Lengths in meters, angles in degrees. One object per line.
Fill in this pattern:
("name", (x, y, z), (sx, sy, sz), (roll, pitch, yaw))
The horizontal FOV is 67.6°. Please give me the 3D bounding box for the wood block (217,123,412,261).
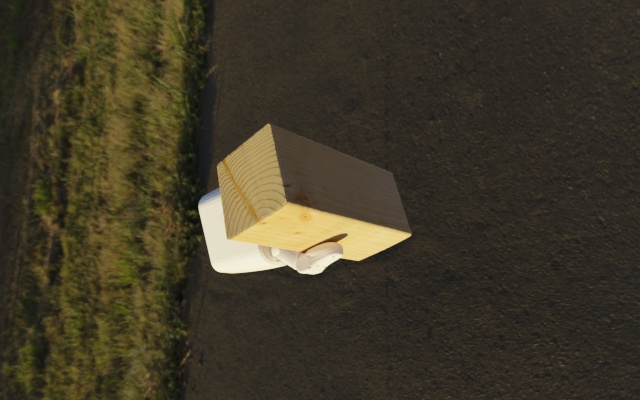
("wood block", (0.000, 0.002, 0.533), (0.090, 0.090, 0.206), (-31, -30, 34))
